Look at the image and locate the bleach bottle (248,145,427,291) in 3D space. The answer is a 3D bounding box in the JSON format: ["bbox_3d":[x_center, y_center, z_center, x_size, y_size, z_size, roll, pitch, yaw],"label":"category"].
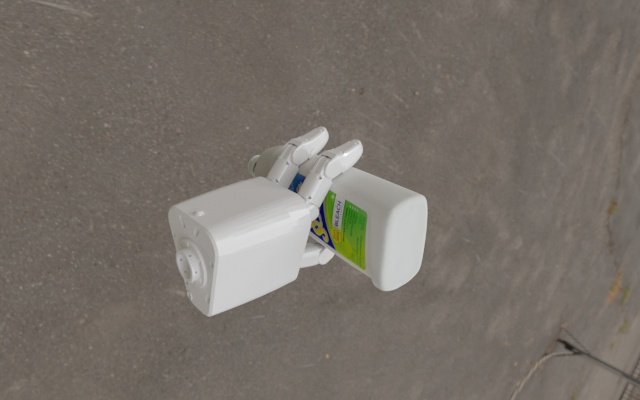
[{"bbox_3d":[0.000,0.002,0.544,0.068,0.103,0.250,-19,32,-38],"label":"bleach bottle"}]
